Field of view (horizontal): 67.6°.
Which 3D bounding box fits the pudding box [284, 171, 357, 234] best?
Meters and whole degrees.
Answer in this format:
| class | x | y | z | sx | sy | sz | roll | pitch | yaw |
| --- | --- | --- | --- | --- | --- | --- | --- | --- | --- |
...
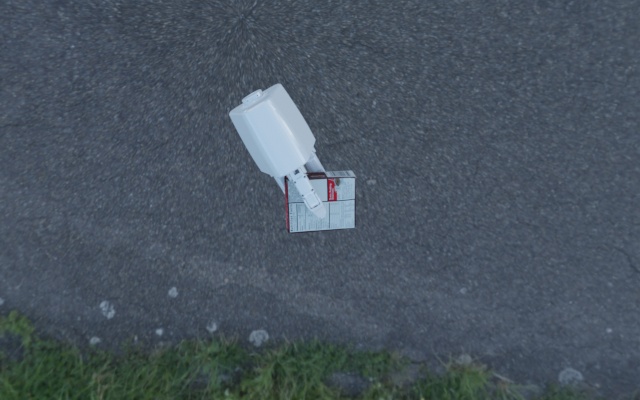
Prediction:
| class | x | y | z | sx | sy | sz | roll | pitch | yaw |
| --- | --- | --- | --- | --- | --- | --- | --- | --- | --- |
| pudding box | 0.000 | 0.002 | 0.757 | 0.113 | 0.090 | 0.039 | -3 | 19 | -7 |
